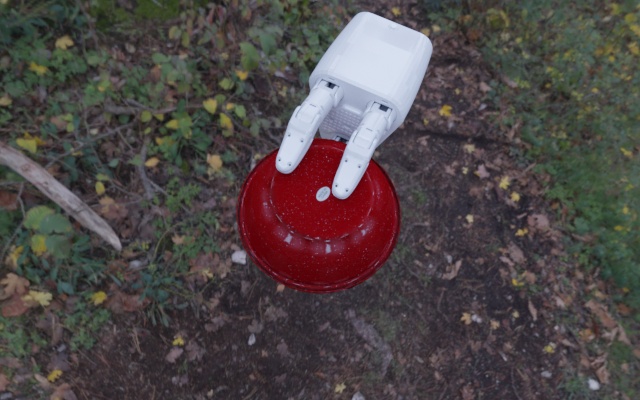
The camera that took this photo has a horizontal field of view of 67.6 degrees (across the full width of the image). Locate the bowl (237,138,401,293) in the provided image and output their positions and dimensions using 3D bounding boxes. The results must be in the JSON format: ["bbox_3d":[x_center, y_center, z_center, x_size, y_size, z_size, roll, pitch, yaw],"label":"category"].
[{"bbox_3d":[0.000,0.003,0.445,0.162,0.162,0.055,0,-21,-3],"label":"bowl"}]
